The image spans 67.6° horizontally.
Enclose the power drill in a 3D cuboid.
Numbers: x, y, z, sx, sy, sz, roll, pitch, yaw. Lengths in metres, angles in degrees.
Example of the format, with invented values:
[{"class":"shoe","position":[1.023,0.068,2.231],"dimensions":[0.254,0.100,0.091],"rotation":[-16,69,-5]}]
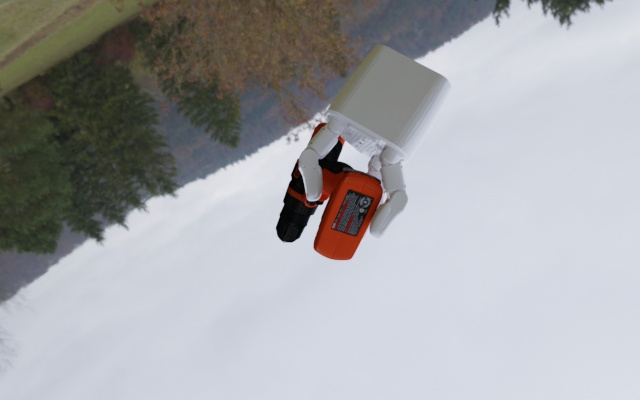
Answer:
[{"class":"power drill","position":[0.000,0.002,0.620],"dimensions":[0.057,0.184,0.187],"rotation":[16,16,-24]}]
